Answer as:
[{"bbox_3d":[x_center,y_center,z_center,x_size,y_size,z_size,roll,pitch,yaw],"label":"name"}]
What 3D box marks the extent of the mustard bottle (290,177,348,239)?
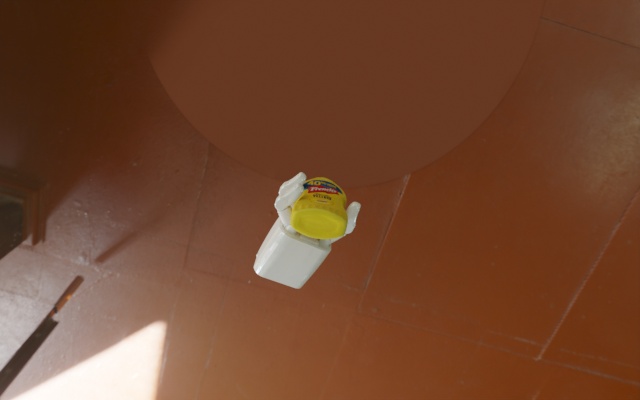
[{"bbox_3d":[0.000,0.003,0.882,0.096,0.058,0.191,9,23,-2],"label":"mustard bottle"}]
